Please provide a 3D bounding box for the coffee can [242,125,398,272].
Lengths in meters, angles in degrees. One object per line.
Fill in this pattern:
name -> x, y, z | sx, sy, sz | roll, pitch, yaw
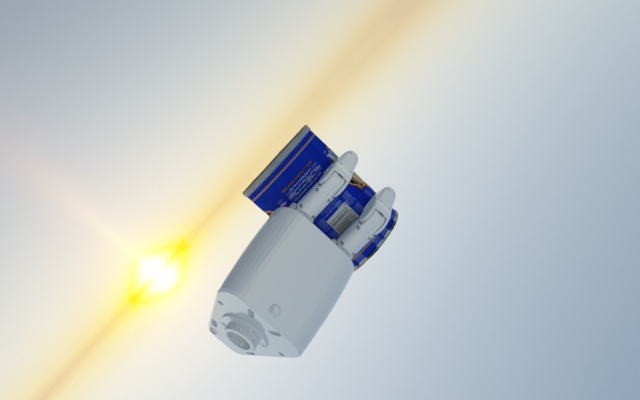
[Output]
coffee can -> 0.000, 0.002, 0.526 | 0.140, 0.103, 0.103 | 43, -8, -8
